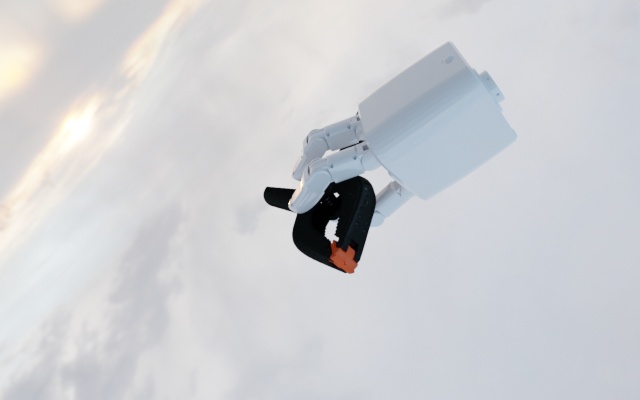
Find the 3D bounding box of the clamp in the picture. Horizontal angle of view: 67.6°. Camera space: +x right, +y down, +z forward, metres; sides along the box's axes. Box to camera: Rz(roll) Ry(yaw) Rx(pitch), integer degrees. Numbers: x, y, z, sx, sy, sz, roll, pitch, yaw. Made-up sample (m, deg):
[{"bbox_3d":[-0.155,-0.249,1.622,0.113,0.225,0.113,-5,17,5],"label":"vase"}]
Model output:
[{"bbox_3d":[0.001,0.002,0.490,0.164,0.209,0.036,-36,-59,22],"label":"clamp"}]
